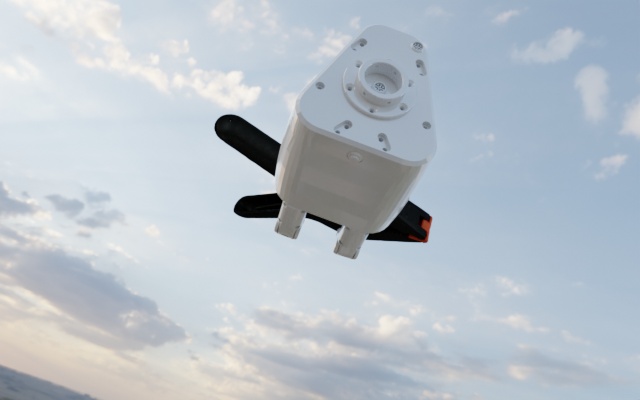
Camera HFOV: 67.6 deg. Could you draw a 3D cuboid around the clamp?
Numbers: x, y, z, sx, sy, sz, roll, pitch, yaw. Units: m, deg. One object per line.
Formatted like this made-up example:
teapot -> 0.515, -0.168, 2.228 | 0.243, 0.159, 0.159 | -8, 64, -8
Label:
clamp -> 0.001, 0.001, 0.462 | 0.210, 0.036, 0.165 | 20, -26, -1
